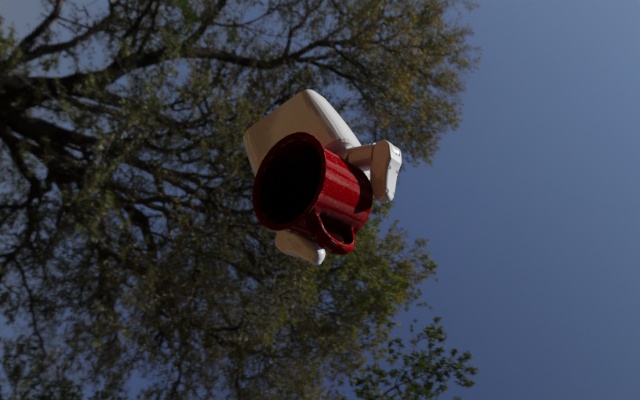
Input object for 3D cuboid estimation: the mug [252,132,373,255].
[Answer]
[{"bbox_3d":[0.001,0.002,0.447,0.093,0.117,0.081,-44,-42,21],"label":"mug"}]
